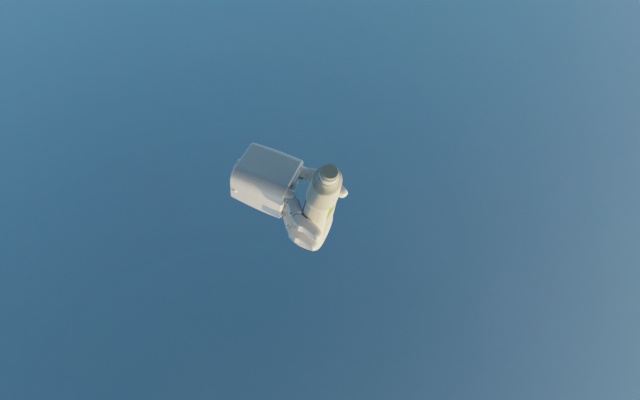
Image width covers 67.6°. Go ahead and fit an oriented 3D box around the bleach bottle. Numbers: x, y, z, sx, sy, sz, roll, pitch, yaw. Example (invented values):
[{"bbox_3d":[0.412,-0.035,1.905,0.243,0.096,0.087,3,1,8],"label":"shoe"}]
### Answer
[{"bbox_3d":[0.000,0.003,0.876,0.068,0.102,0.251,21,-28,2],"label":"bleach bottle"}]
